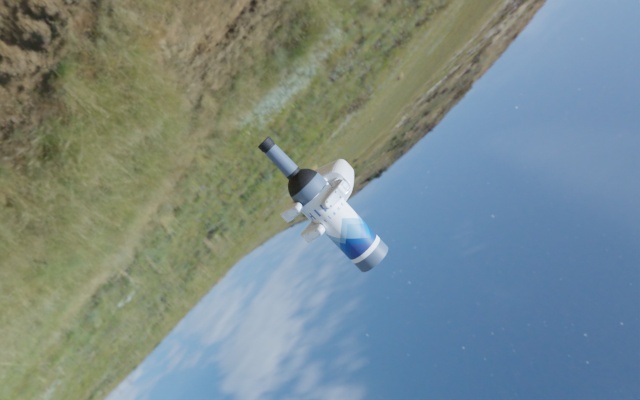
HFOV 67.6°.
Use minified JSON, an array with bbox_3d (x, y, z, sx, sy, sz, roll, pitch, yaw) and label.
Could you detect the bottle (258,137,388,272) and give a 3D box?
[{"bbox_3d":[0.000,0.003,0.856,0.069,0.296,0.069,-42,9,9],"label":"bottle"}]
